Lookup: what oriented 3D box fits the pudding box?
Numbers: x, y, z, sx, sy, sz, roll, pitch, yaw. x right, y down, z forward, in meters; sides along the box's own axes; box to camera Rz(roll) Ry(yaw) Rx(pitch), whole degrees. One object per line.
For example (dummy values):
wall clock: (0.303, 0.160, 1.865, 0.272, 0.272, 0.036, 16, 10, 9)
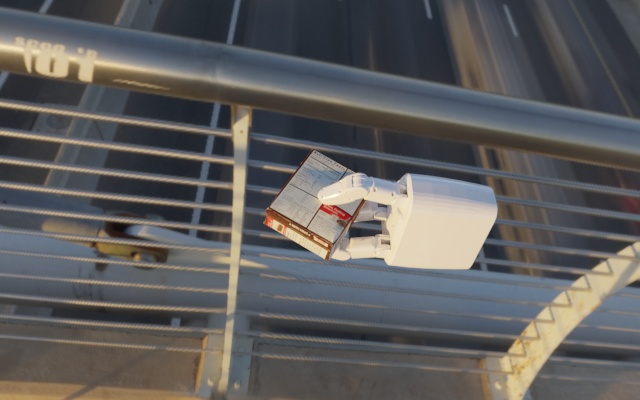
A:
pudding box: (0.000, 0.002, 0.569, 0.090, 0.113, 0.039, 29, -36, 9)
